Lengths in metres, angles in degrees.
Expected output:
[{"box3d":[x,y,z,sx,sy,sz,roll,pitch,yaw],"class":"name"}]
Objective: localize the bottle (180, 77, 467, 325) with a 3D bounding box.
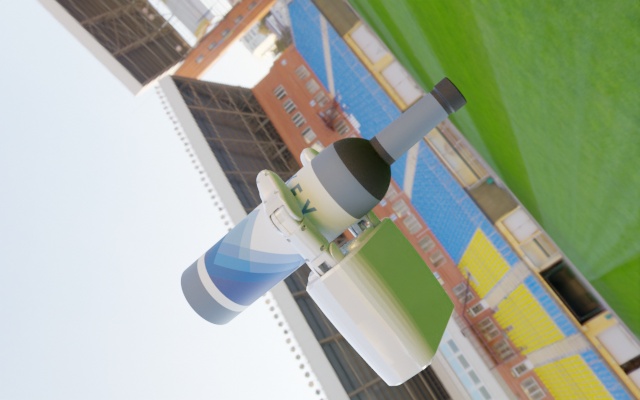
[{"box3d":[0.000,0.001,0.422,0.296,0.069,0.069,-40,-12,15],"class":"bottle"}]
